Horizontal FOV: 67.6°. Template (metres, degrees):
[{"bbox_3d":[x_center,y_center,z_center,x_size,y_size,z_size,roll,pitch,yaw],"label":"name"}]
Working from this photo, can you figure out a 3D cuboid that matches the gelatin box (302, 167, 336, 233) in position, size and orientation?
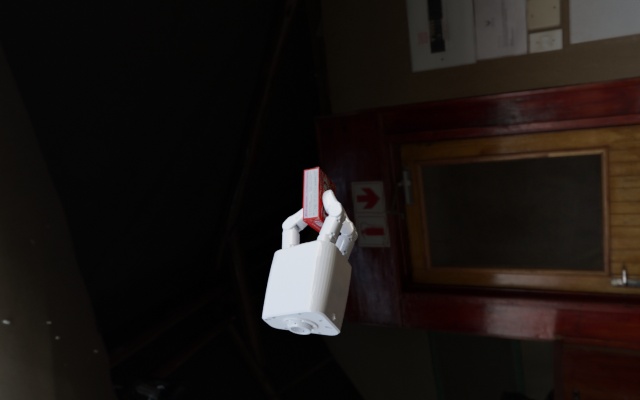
[{"bbox_3d":[0.000,0.002,0.762,0.030,0.089,0.073,-9,-25,21],"label":"gelatin box"}]
